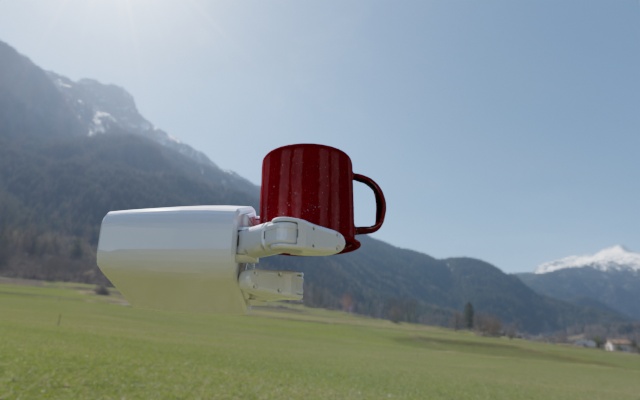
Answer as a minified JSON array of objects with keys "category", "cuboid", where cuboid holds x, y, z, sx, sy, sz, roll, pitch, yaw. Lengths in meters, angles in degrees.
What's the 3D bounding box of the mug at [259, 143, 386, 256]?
[{"category":"mug","cuboid":[0.002,0.001,0.420,0.117,0.081,0.093,1,-16,-3]}]
